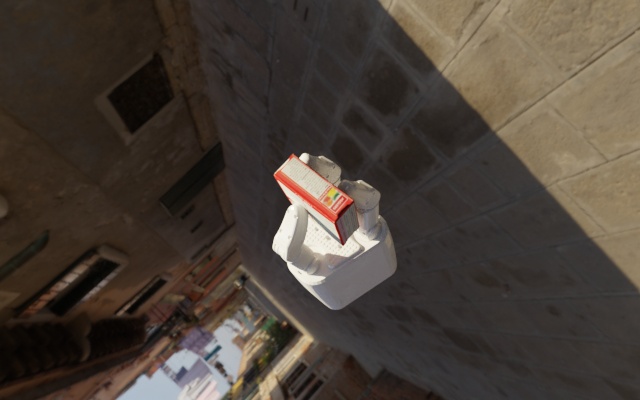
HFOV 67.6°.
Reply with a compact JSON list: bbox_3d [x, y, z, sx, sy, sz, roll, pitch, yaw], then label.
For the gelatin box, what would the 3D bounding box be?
[{"bbox_3d":[0.000,0.002,0.457,0.073,0.030,0.089,38,-9,18],"label":"gelatin box"}]
